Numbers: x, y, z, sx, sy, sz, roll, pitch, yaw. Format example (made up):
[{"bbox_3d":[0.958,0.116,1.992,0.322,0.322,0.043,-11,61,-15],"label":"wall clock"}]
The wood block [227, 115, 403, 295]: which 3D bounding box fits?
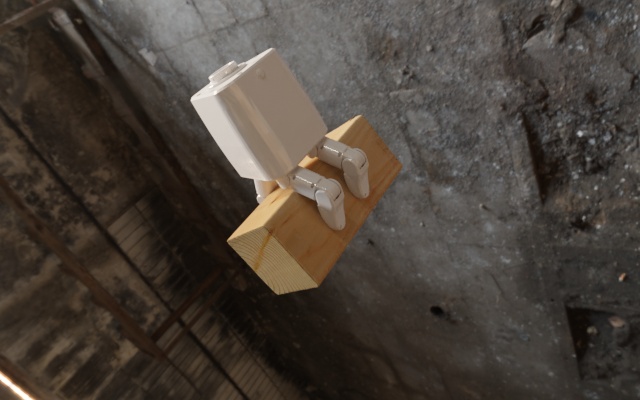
[{"bbox_3d":[0.000,0.002,0.569,0.091,0.090,0.206,-23,22,52],"label":"wood block"}]
